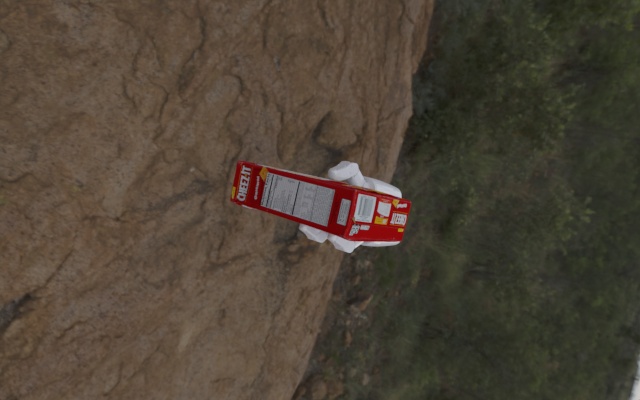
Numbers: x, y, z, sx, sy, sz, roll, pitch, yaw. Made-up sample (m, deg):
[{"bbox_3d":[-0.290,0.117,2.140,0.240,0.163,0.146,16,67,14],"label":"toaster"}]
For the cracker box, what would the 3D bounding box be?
[{"bbox_3d":[0.000,0.002,0.706,0.213,0.072,0.164,15,4,35],"label":"cracker box"}]
